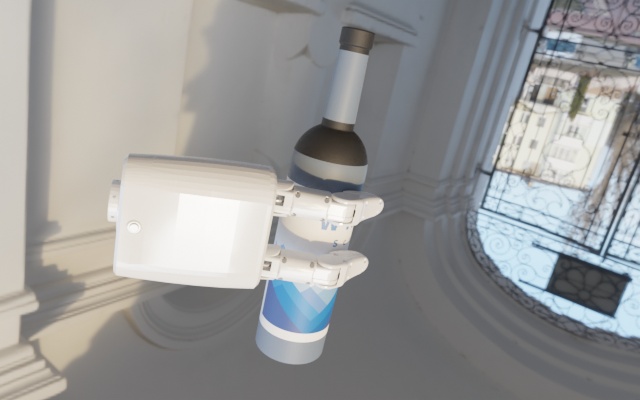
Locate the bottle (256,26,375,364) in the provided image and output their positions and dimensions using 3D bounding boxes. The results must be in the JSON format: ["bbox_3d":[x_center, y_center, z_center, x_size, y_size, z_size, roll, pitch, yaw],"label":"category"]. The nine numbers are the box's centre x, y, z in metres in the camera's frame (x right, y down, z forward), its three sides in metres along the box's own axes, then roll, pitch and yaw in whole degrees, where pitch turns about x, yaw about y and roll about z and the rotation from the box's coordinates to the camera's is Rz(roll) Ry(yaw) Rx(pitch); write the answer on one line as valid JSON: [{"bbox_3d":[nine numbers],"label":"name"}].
[{"bbox_3d":[0.000,0.002,0.424,0.069,0.296,0.069,12,17,-3],"label":"bottle"}]
